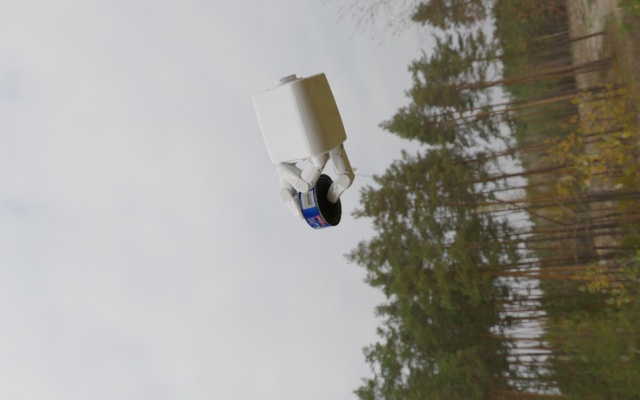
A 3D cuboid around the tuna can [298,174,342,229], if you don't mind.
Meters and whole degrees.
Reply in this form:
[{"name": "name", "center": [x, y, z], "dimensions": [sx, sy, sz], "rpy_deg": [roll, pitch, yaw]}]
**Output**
[{"name": "tuna can", "center": [0.000, 0.003, 0.762], "dimensions": [0.034, 0.086, 0.086], "rpy_deg": [-14, -7, 26]}]
